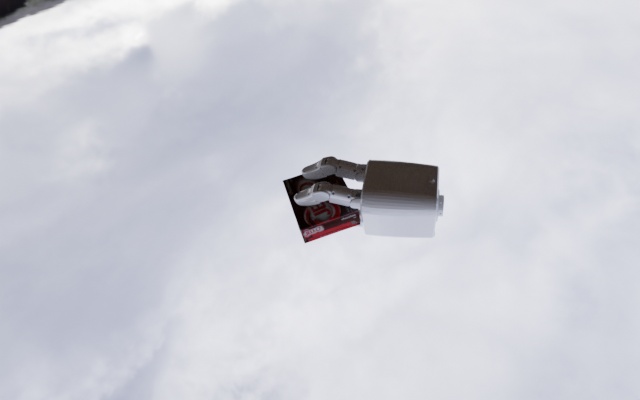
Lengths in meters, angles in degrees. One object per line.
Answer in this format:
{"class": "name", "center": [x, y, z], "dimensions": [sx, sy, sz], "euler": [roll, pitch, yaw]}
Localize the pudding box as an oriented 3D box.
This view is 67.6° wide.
{"class": "pudding box", "center": [0.000, 0.002, 0.726], "dimensions": [0.090, 0.039, 0.113], "euler": [-18, 45, -6]}
